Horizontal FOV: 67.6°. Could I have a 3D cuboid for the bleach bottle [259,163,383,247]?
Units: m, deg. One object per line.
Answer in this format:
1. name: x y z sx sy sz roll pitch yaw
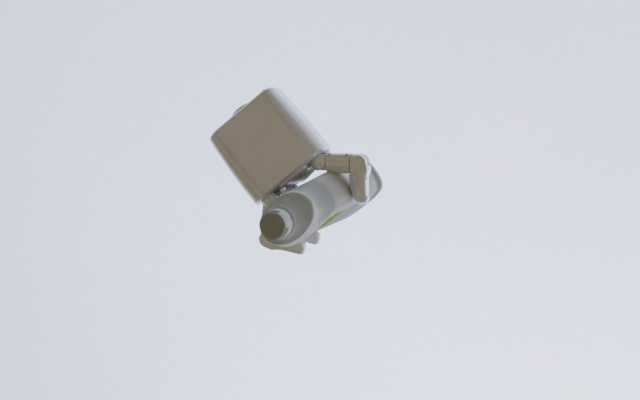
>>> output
1. bleach bottle: 0.000 0.002 0.590 0.102 0.068 0.251 -41 -6 21
